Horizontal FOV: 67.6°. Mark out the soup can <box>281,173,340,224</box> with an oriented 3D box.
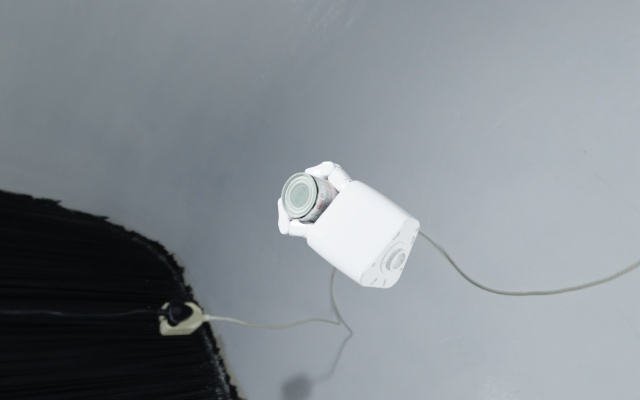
[{"bbox_3d":[0.000,0.002,0.702,0.068,0.068,0.102,0,-11,39],"label":"soup can"}]
